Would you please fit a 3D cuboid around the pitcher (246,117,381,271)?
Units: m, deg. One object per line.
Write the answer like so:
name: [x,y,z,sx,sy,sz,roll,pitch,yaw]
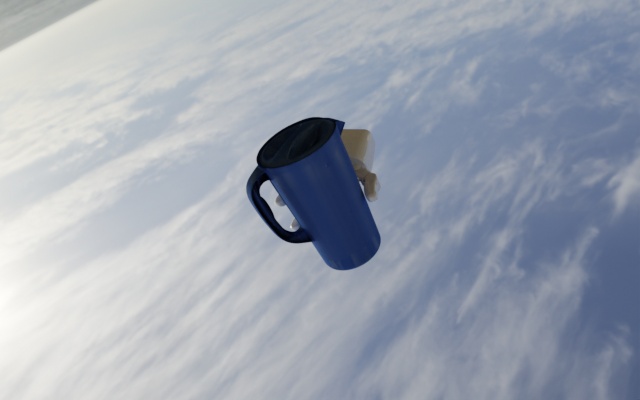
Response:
pitcher: [0.000,0.002,0.770,0.149,0.243,0.145,-13,34,24]
